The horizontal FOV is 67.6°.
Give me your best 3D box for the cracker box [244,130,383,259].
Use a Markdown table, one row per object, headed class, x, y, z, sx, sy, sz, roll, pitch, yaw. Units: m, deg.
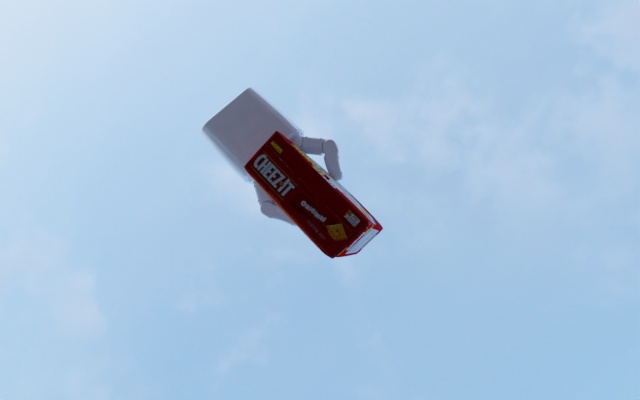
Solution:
| class | x | y | z | sx | sy | sz | roll | pitch | yaw |
| --- | --- | --- | --- | --- | --- | --- | --- | --- | --- |
| cracker box | 0.000 | 0.002 | 0.671 | 0.164 | 0.072 | 0.214 | 45 | 5 | 12 |
